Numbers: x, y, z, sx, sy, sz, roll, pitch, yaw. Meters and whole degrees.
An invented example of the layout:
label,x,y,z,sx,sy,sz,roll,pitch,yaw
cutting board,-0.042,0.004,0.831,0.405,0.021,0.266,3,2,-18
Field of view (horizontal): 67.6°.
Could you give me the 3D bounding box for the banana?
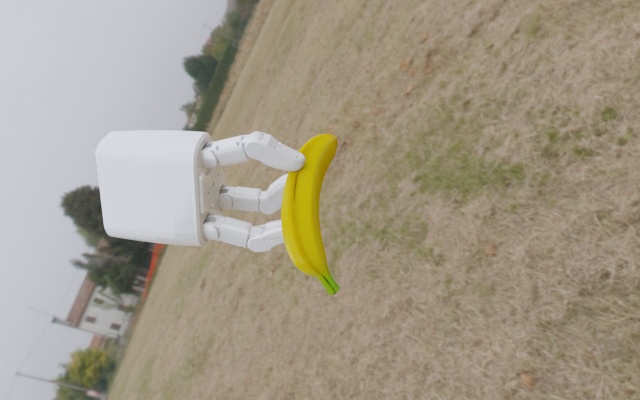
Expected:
label,x,y,z,sx,sy,sz,roll,pitch,yaw
banana,-0.010,-0.004,0.492,0.037,0.197,0.070,-17,-37,27
